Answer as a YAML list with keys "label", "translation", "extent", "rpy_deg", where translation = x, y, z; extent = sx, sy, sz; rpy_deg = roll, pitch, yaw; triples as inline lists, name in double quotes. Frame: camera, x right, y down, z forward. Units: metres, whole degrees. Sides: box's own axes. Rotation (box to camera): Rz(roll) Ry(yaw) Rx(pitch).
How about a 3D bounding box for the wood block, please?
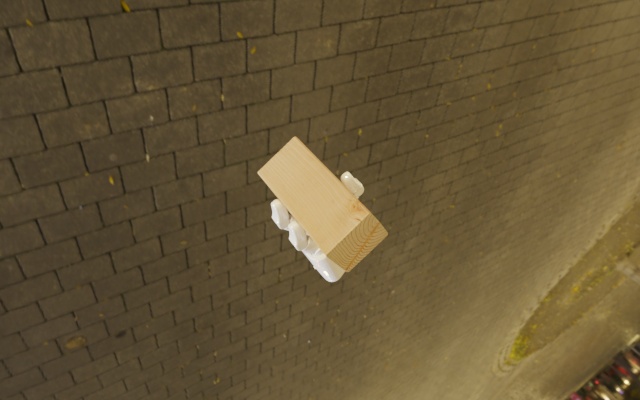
- label: "wood block"
  translation: [0.001, 0.003, 0.765]
  extent: [0.206, 0.091, 0.090]
  rpy_deg: [47, 2, 35]
